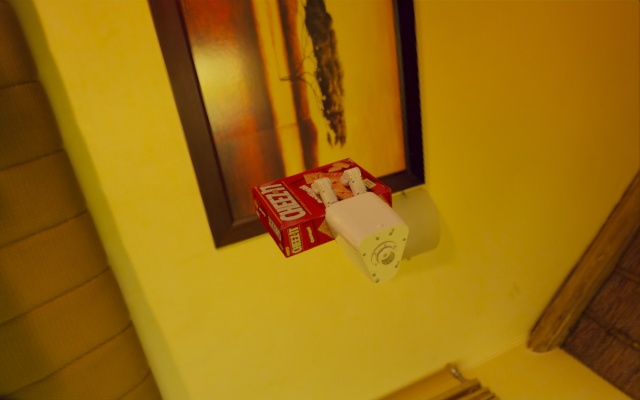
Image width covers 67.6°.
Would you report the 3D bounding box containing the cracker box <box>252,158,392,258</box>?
[{"bbox_3d":[0.000,0.003,0.883,0.213,0.072,0.164,-18,33,-18],"label":"cracker box"}]
